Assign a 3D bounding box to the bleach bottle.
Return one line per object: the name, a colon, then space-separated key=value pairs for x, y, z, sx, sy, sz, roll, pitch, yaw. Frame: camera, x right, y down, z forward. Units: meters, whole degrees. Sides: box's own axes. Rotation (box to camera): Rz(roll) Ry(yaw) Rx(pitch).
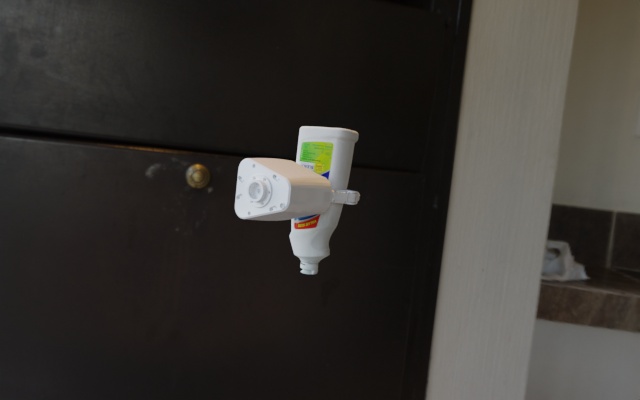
bleach bottle: x=0.000 y=0.003 z=0.821 sx=0.102 sy=0.251 sz=0.068 roll=9 pitch=5 yaw=33
